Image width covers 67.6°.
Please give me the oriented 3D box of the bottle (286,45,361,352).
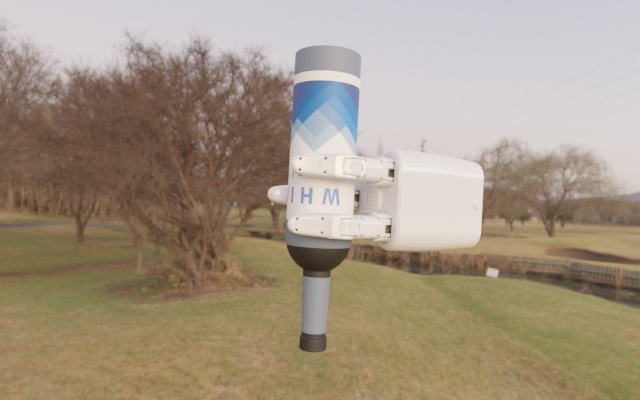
[{"bbox_3d":[0.000,0.001,0.479,0.069,0.295,0.069,3,0,0],"label":"bottle"}]
